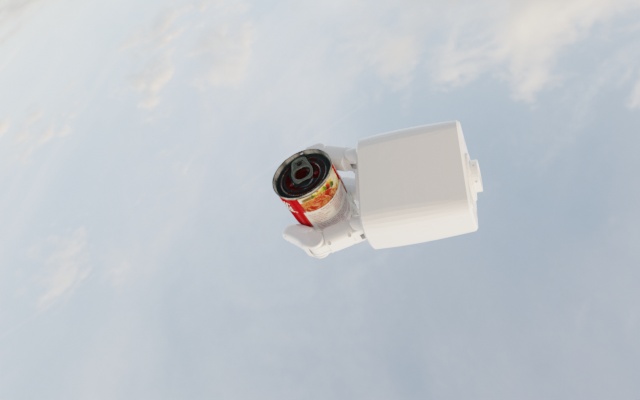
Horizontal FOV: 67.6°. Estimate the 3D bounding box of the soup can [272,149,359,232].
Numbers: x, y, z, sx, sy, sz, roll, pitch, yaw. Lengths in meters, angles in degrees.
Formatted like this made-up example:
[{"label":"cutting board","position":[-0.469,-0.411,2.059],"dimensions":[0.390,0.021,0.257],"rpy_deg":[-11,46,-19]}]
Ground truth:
[{"label":"soup can","position":[0.000,0.002,0.528],"dimensions":[0.068,0.068,0.102],"rpy_deg":[0,-37,30]}]
